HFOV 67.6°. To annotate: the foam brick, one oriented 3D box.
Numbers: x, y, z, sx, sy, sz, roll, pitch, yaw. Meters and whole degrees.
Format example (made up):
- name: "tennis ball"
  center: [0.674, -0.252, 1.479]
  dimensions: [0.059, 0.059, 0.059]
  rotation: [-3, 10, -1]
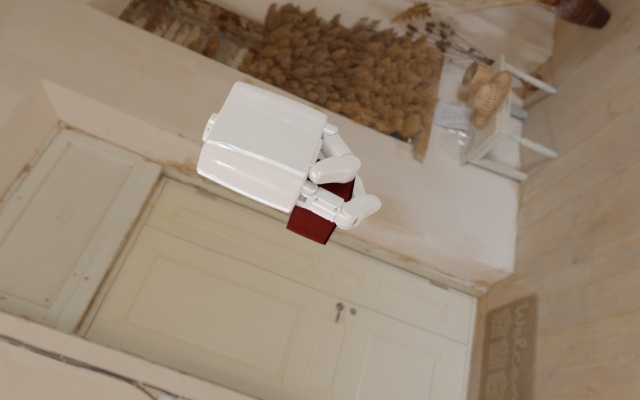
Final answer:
- name: "foam brick"
  center: [0.000, 0.002, 0.546]
  dimensions: [0.051, 0.053, 0.078]
  rotation: [22, -47, -7]
